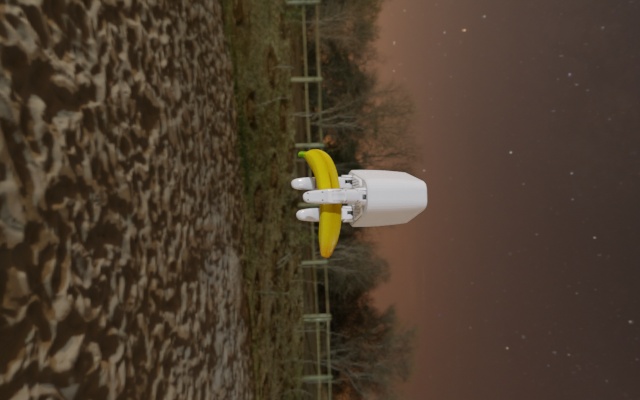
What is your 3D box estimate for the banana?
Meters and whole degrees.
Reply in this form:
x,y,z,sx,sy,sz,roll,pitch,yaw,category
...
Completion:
x,y,z,sx,sy,sz,roll,pitch,yaw,category
0.007,-0.008,0.783,0.037,0.197,0.070,1,-26,-27,banana
